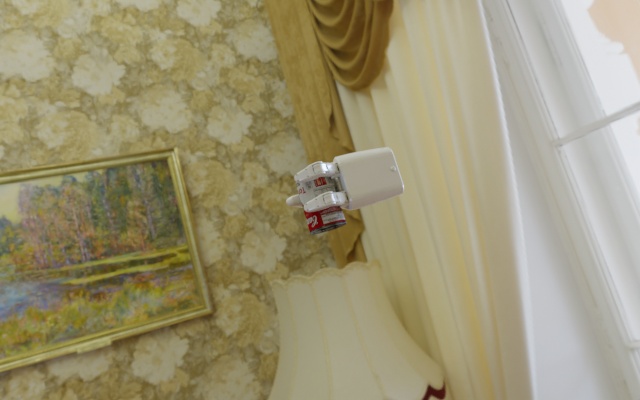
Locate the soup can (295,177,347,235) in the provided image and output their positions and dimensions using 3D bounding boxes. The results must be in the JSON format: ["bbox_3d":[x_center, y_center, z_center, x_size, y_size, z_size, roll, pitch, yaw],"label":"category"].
[{"bbox_3d":[0.000,0.003,0.854,0.068,0.102,0.068,-16,-9,-3],"label":"soup can"}]
